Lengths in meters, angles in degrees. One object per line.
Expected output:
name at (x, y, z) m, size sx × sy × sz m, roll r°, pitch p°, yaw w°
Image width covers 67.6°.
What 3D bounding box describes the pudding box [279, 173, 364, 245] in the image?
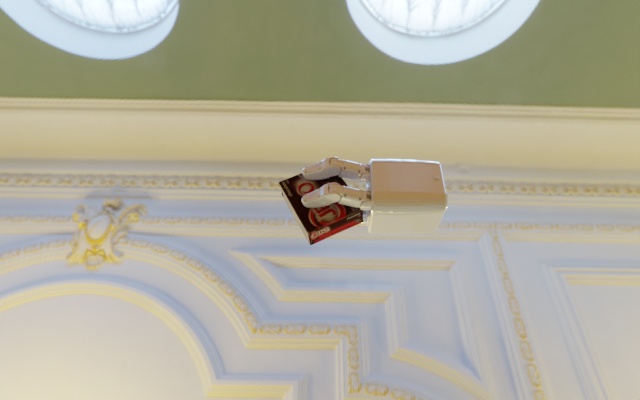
pudding box at (0.000, 0.002, 0.719) m, size 0.090 × 0.039 × 0.113 m, roll -23°, pitch 50°, yaw -14°
